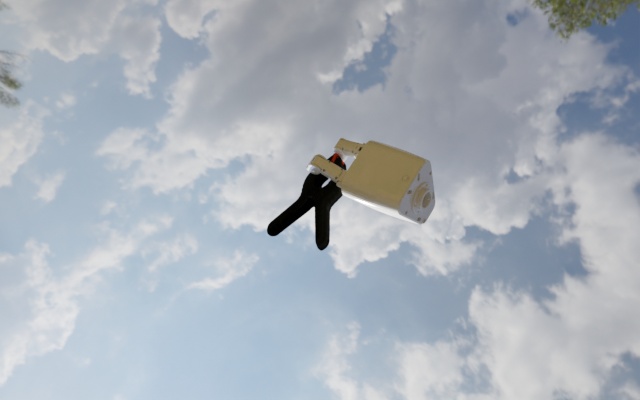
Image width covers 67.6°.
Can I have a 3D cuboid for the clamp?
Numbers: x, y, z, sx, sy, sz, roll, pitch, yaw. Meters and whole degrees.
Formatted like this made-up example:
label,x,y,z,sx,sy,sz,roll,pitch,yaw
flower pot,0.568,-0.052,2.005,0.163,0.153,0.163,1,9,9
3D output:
label,x,y,z,sx,sy,sz,roll,pitch,yaw
clamp,0.000,0.003,0.756,0.120,0.171,0.039,25,-16,37
